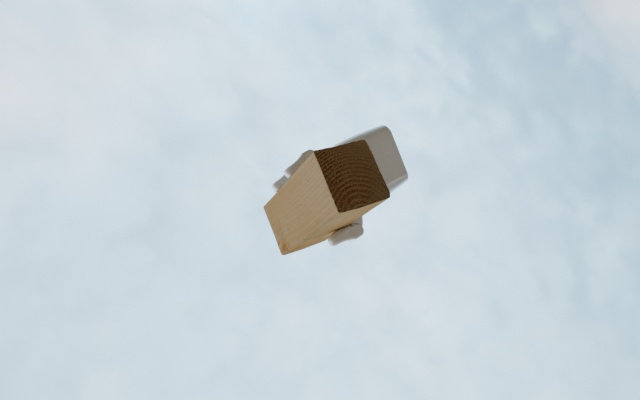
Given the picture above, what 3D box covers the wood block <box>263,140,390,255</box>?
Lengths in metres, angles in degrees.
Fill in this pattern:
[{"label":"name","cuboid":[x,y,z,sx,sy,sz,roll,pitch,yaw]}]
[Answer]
[{"label":"wood block","cuboid":[0.001,0.003,0.710,0.090,0.091,0.206,-16,-13,-30]}]
